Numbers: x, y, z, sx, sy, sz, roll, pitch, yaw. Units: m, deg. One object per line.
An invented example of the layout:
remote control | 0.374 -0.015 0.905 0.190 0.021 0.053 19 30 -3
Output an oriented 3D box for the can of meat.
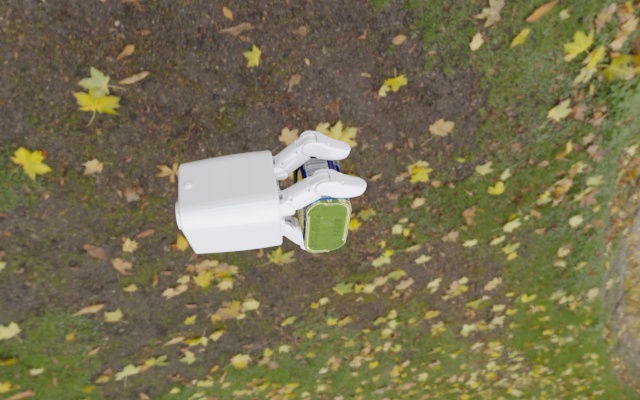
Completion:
can of meat | 0.000 0.002 0.574 0.057 0.084 0.102 -6 -39 -9
